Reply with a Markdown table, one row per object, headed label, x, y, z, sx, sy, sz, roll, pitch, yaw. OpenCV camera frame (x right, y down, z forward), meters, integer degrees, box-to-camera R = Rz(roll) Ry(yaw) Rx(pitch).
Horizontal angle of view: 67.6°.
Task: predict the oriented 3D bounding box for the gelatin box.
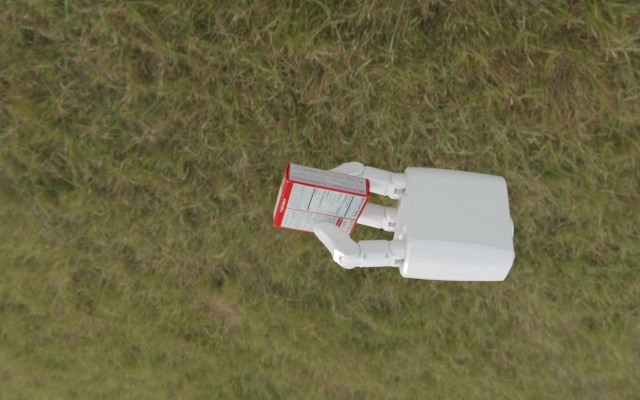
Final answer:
| label | x | y | z | sx | sy | sz | roll | pitch | yaw |
| --- | --- | --- | --- | --- | --- | --- | --- | --- | --- |
| gelatin box | 0.000 | 0.002 | 0.506 | 0.089 | 0.030 | 0.073 | 10 | -43 | -10 |
